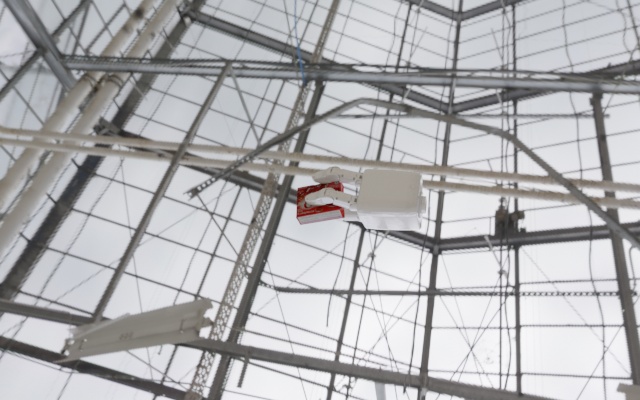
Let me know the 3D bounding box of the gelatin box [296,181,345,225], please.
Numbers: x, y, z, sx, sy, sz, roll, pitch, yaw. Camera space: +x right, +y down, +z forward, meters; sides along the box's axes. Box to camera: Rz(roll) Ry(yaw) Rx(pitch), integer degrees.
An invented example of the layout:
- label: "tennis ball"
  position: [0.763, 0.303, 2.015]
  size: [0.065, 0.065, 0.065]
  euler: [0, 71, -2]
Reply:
- label: "gelatin box"
  position: [0.000, 0.003, 0.899]
  size: [0.089, 0.073, 0.030]
  euler: [-11, -41, 13]
